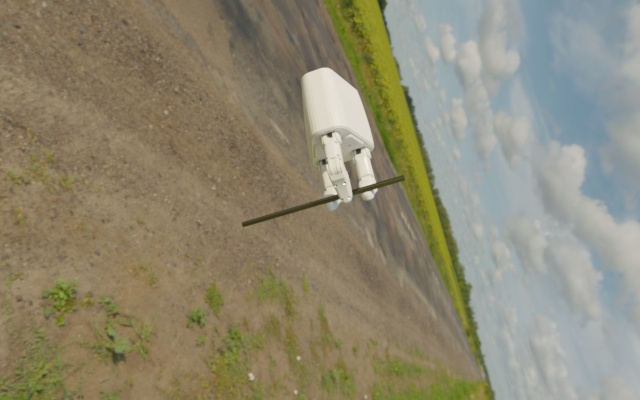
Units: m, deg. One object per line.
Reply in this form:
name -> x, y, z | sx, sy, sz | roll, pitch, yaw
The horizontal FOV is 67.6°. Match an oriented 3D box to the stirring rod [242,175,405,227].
stirring rod -> 0.000, 0.002, 0.668 | 0.239, 0.011, 0.011 | -16, -4, 13
